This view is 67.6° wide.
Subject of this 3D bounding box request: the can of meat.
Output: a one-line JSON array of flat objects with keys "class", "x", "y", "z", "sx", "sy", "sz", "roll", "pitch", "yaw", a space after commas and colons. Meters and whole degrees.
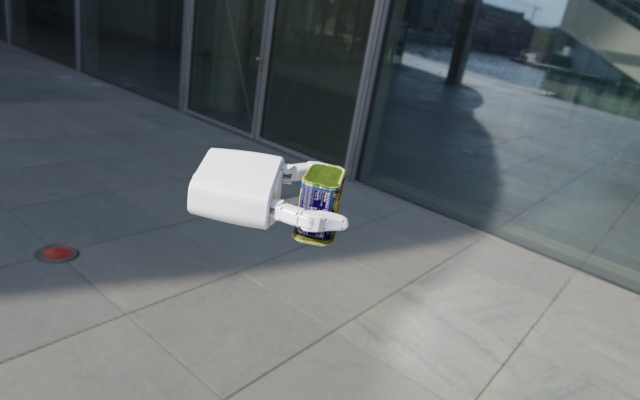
[{"class": "can of meat", "x": 0.000, "y": 0.002, "z": 0.658, "sx": 0.057, "sy": 0.084, "sz": 0.102, "roll": 11, "pitch": 21, "yaw": 5}]
